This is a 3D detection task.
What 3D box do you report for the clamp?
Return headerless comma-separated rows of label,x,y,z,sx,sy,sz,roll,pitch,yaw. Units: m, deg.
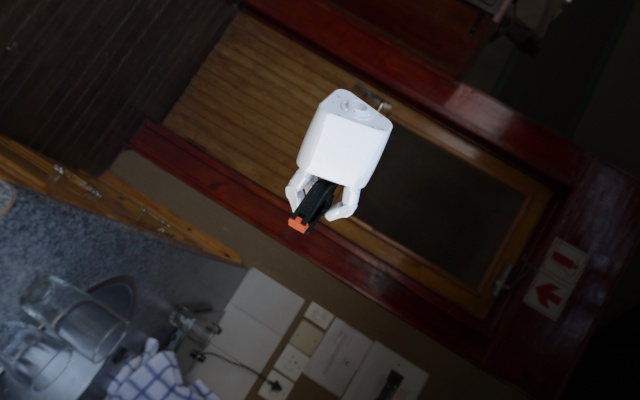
clamp,0.001,0.003,0.793,0.036,0.165,0.210,28,39,9
